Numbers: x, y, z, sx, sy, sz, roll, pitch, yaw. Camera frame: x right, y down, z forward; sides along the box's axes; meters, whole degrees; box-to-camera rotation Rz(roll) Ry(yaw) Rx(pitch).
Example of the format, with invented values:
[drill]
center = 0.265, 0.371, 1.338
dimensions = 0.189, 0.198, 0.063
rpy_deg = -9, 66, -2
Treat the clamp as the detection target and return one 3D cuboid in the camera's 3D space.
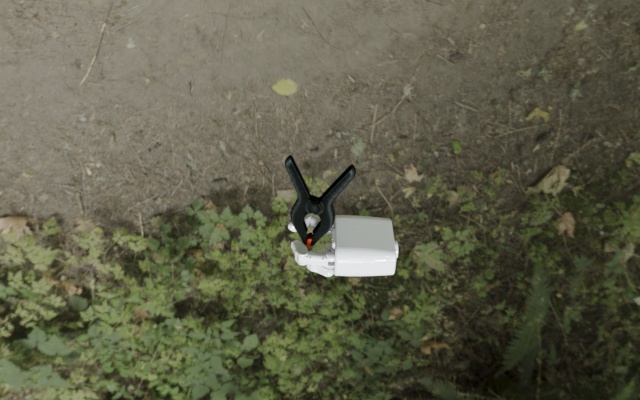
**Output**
[clamp]
center = 0.000, 0.003, 0.836
dimensions = 0.120, 0.171, 0.039
rpy_deg = 4, 28, 8
